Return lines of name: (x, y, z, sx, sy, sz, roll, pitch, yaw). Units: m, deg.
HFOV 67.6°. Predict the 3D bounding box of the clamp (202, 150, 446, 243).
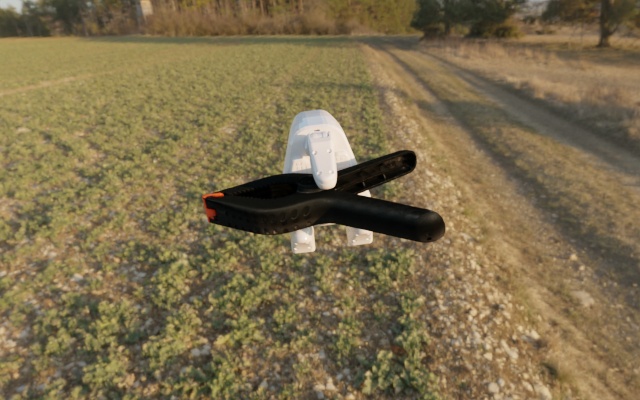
clamp: (-0.001, 0.001, 0.419, 0.210, 0.036, 0.164, -8, 23, -1)
